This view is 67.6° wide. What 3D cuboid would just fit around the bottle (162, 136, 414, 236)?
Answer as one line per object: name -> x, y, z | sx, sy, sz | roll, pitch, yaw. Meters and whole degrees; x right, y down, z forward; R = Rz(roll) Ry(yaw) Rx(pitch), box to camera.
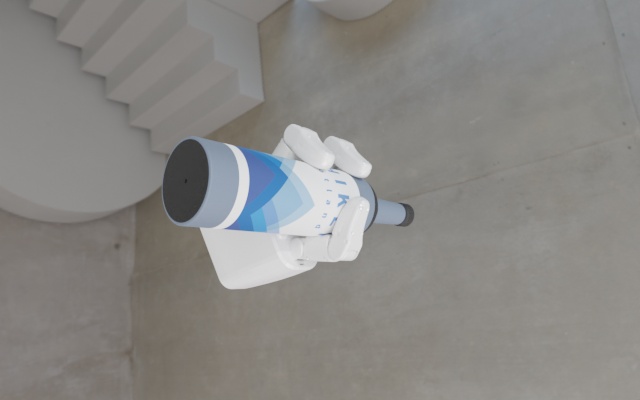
bottle -> 0.000, 0.001, 0.456 | 0.069, 0.069, 0.296 | 0, -6, 43
